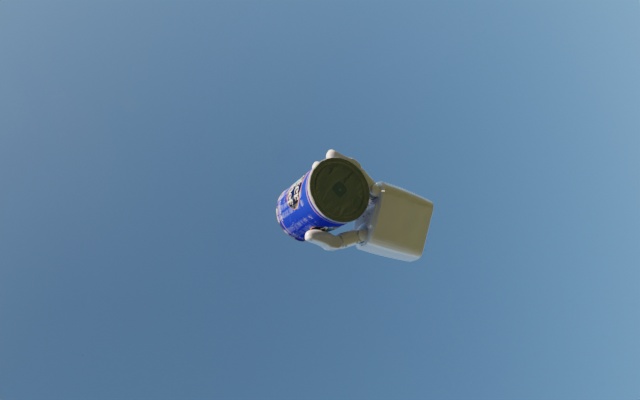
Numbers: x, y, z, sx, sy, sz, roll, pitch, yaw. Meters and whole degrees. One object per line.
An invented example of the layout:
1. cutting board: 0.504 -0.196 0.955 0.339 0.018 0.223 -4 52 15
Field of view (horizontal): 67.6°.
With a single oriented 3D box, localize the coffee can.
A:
1. coffee can: 0.000 0.002 0.772 0.103 0.102 0.140 0 -16 -26
